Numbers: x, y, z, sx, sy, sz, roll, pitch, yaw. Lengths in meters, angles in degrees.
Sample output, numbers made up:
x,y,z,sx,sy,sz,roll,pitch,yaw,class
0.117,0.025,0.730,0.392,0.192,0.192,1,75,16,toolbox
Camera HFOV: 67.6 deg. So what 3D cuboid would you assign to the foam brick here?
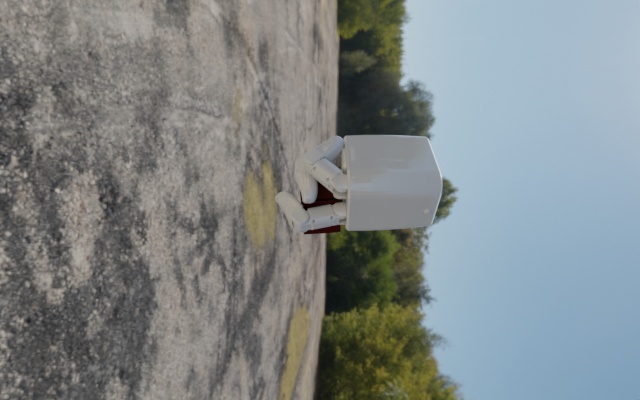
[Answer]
x,y,z,sx,sy,sz,roll,pitch,yaw,class
0.000,0.002,0.624,0.051,0.053,0.078,-4,-35,-2,foam brick
